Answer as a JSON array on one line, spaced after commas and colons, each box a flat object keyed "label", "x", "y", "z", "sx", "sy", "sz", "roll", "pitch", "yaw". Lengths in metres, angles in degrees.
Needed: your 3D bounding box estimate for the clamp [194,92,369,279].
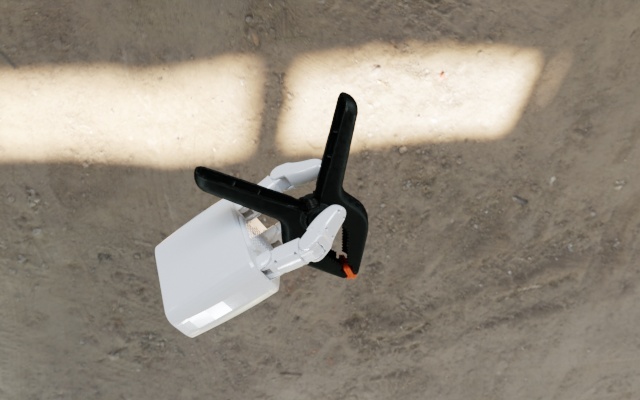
[{"label": "clamp", "x": 0.000, "y": 0.003, "z": 0.486, "sx": 0.164, "sy": 0.210, "sz": 0.036, "roll": -32, "pitch": 35, "yaw": 8}]
